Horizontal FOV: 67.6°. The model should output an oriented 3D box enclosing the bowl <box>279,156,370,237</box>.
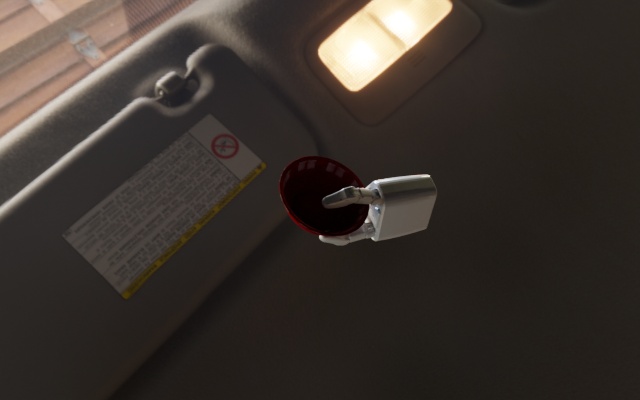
[{"bbox_3d":[-0.001,0.003,0.821,0.162,0.162,0.055,0,-33,-24],"label":"bowl"}]
